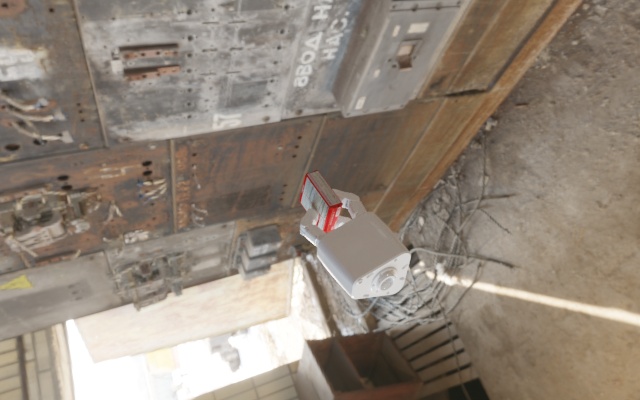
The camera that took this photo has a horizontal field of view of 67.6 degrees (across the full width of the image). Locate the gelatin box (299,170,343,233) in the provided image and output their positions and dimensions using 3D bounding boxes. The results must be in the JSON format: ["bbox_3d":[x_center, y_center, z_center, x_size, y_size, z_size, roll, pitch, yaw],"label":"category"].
[{"bbox_3d":[0.000,0.003,0.850,0.030,0.089,0.073,-19,-35,-28],"label":"gelatin box"}]
